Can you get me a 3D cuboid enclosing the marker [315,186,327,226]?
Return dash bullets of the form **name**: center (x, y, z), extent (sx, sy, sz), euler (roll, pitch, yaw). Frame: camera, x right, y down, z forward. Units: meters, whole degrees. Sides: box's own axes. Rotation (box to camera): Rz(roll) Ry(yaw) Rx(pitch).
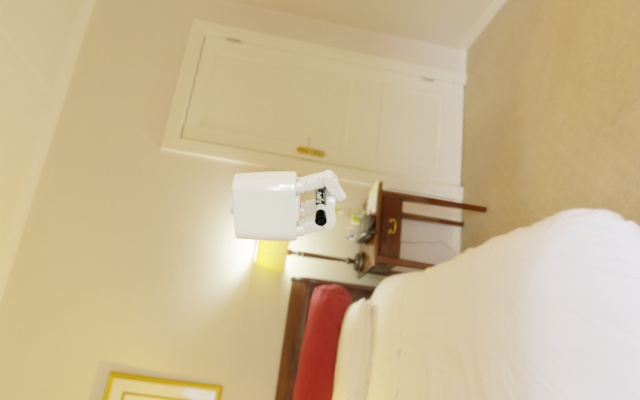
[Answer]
- **marker**: center (0.000, 0.003, 0.778), extent (0.020, 0.020, 0.121), euler (0, 33, 0)
